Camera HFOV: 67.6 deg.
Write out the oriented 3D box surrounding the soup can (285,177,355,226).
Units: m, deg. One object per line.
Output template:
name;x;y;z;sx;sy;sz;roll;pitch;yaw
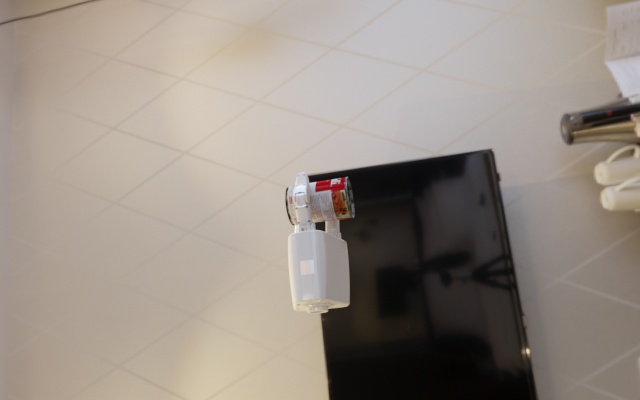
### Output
soup can;0.000;0.002;0.781;0.102;0.068;0.068;-9;-2;11
